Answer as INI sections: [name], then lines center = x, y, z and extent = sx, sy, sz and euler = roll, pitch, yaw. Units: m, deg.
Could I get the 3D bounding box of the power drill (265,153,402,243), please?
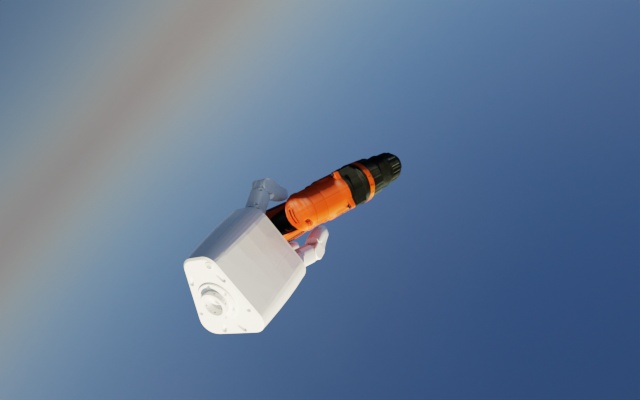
[power drill]
center = 0.000, 0.002, 0.639
extent = 0.184, 0.057, 0.188
euler = -25, -4, -36
